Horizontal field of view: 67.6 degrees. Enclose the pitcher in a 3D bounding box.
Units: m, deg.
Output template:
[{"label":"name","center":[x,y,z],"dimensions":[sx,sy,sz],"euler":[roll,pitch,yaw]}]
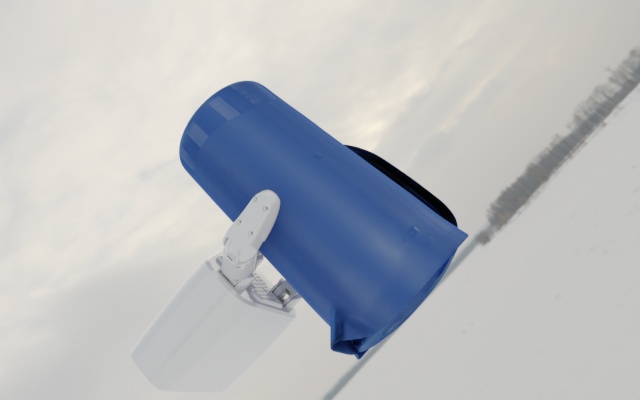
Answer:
[{"label":"pitcher","center":[0.000,0.002,0.422],"dimensions":[0.242,0.145,0.149],"euler":[42,5,16]}]
